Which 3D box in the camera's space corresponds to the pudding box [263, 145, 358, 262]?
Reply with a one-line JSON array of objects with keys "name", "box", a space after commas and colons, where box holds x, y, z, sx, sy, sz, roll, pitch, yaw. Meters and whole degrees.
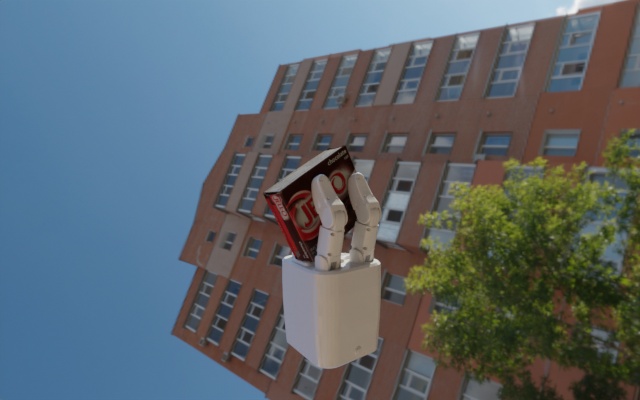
[{"name": "pudding box", "box": [0.000, 0.002, 0.546, 0.039, 0.090, 0.113, -1, 31, 47]}]
